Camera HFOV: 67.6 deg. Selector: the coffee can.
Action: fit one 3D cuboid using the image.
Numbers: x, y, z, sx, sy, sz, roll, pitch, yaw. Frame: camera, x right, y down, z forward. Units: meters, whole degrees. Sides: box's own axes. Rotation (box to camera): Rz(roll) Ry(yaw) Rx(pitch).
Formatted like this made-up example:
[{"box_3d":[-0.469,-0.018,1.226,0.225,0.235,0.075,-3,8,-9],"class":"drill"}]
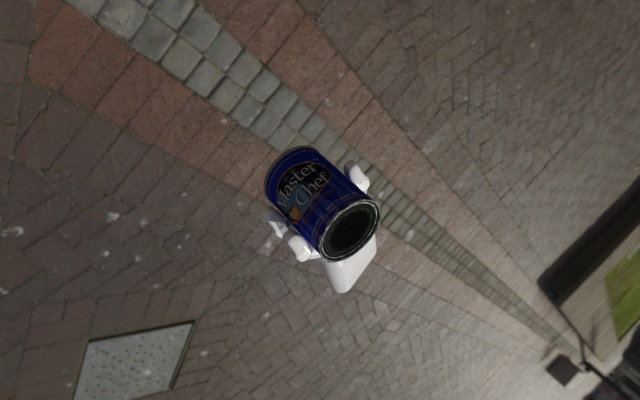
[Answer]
[{"box_3d":[0.000,0.002,0.660,0.103,0.103,0.140,0,34,-43],"class":"coffee can"}]
